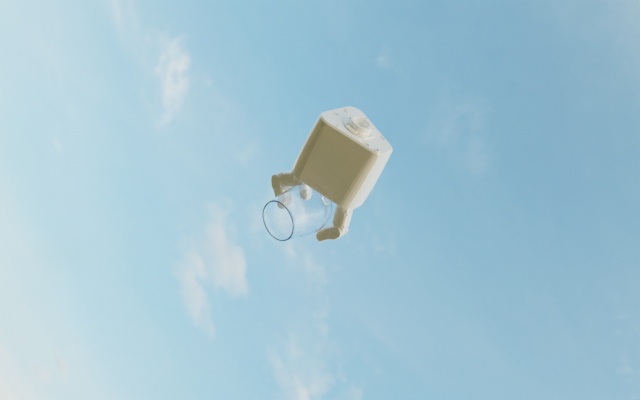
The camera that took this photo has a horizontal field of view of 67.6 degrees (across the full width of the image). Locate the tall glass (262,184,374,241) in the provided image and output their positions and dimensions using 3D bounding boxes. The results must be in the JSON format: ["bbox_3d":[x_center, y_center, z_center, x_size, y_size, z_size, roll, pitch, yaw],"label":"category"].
[{"bbox_3d":[0.001,0.002,0.759,0.079,0.079,0.201,0,16,41],"label":"tall glass"}]
